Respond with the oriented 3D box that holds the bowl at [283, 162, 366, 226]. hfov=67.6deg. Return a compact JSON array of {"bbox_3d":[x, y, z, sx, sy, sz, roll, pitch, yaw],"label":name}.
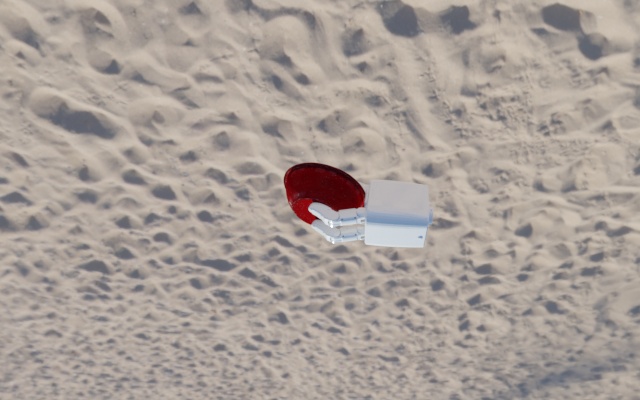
[{"bbox_3d":[-0.001,0.003,0.877,0.162,0.055,0.162,14,-33,9],"label":"bowl"}]
